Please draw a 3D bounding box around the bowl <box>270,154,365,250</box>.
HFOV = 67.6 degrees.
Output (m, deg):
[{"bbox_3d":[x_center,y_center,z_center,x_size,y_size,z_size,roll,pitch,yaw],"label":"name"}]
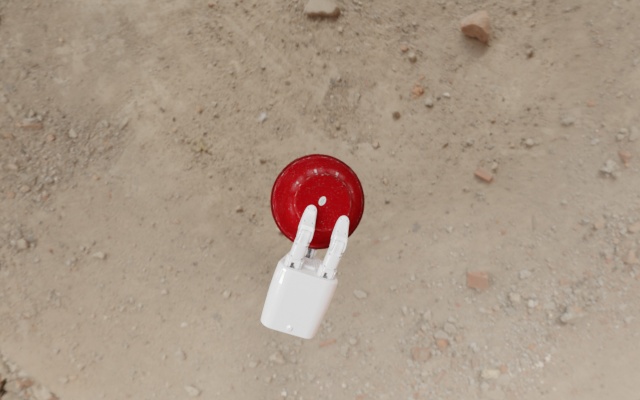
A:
[{"bbox_3d":[0.000,0.001,0.780,0.162,0.162,0.055,0,1,-9],"label":"bowl"}]
